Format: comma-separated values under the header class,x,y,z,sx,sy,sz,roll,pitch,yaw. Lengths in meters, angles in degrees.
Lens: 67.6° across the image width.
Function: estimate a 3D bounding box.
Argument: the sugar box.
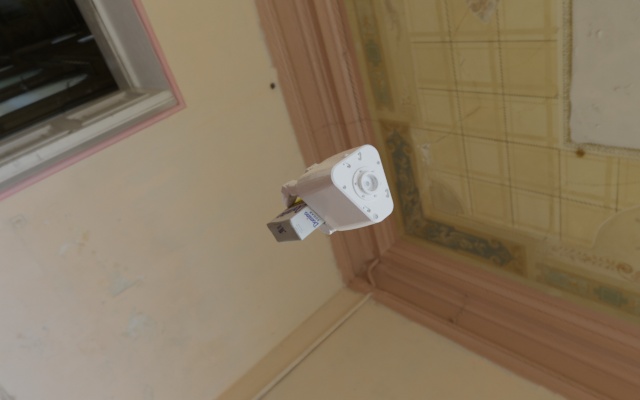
class,x,y,z,sx,sy,sz,roll,pitch,yaw
sugar box,0.000,0.002,0.806,0.176,0.048,0.093,-36,11,-28
